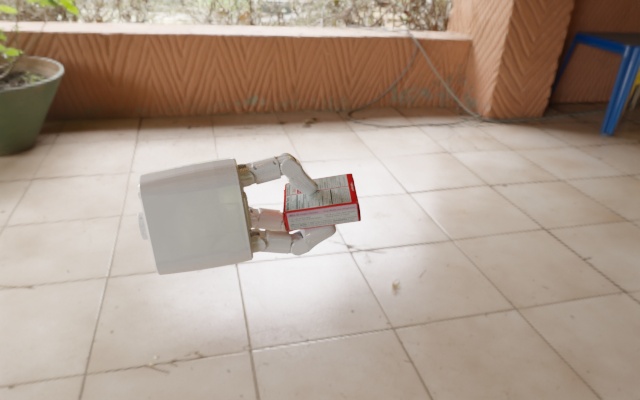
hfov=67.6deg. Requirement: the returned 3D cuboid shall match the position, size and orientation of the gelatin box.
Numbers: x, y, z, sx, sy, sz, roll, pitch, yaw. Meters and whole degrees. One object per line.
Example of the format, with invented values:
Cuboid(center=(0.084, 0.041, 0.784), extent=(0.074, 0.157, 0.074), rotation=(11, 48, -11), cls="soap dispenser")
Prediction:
Cuboid(center=(0.000, 0.001, 0.571), extent=(0.089, 0.030, 0.073), rotation=(-9, 30, 2), cls="gelatin box")
